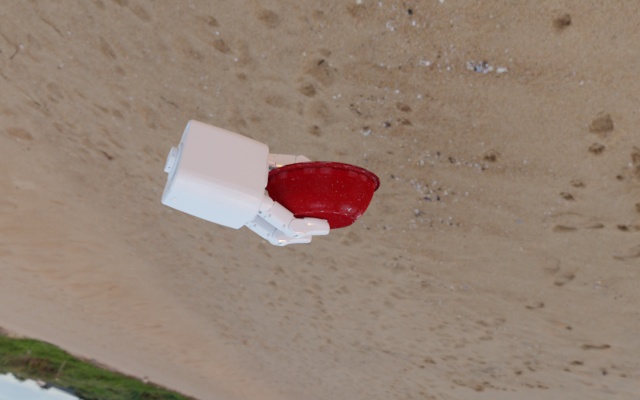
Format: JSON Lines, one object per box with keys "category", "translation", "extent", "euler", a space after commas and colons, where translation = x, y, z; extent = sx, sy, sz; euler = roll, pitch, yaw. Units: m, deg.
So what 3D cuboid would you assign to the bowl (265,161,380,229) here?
{"category": "bowl", "translation": [0.001, 0.003, 0.642], "extent": [0.162, 0.055, 0.162], "euler": [0, -18, 0]}
